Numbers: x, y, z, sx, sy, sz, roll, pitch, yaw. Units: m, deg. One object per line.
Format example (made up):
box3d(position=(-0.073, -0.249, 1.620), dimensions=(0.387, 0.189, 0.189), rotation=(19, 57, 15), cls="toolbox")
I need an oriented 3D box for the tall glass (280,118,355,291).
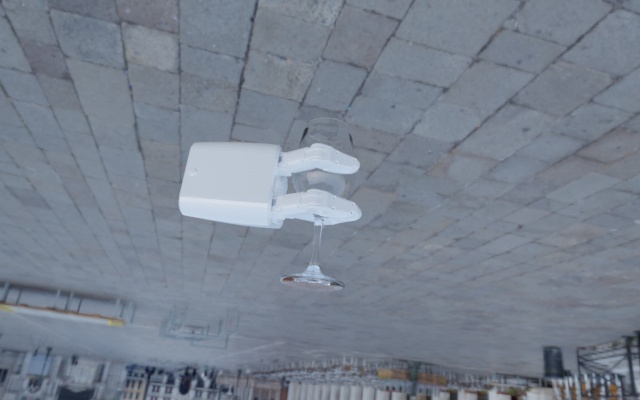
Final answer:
box3d(position=(0.000, 0.003, 0.575), dimensions=(0.079, 0.201, 0.079), rotation=(6, -22, 2), cls="tall glass")
